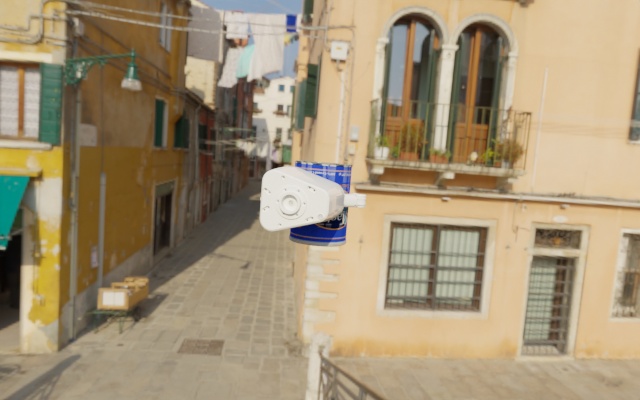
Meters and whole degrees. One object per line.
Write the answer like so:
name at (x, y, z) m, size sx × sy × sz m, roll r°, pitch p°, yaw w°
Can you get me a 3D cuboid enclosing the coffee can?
coffee can at (0.000, 0.003, 0.846) m, size 0.103 × 0.140 × 0.103 m, roll 4°, pitch 5°, yaw 0°
